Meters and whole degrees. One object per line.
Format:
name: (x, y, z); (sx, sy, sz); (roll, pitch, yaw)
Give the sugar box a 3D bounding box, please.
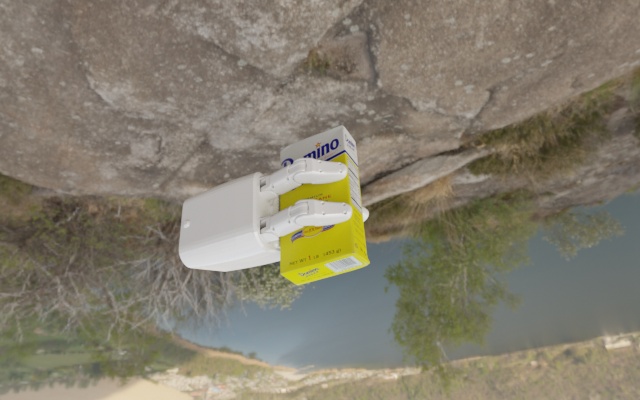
sugar box: (0.000, 0.002, 0.560); (0.093, 0.176, 0.048); (-19, -34, 21)
